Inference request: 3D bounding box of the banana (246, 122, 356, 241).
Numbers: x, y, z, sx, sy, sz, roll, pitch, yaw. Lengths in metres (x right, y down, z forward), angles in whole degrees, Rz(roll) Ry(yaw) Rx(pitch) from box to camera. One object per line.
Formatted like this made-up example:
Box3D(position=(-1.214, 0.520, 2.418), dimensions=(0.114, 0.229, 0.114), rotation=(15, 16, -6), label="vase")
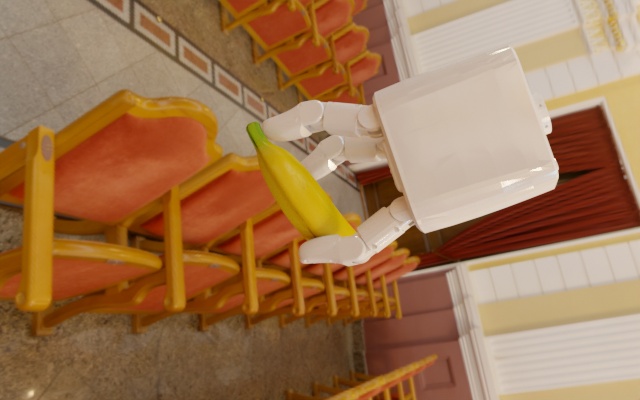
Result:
Box3D(position=(0.001, 0.013, 0.430), dimensions=(0.037, 0.069, 0.198), rotation=(-23, -46, 15), label="banana")
